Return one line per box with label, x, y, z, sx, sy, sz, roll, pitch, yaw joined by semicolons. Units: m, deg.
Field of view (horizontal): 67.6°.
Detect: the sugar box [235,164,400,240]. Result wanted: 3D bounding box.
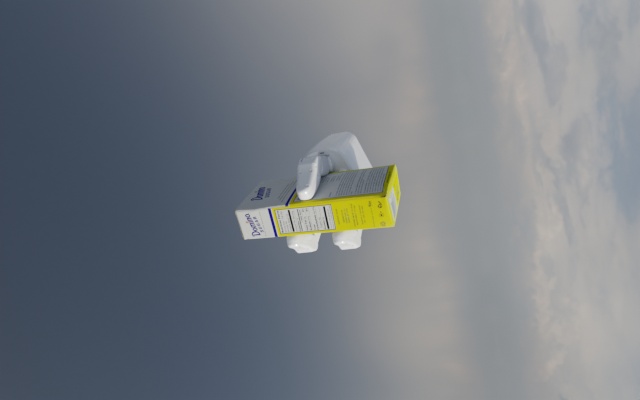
sugar box;0.000;0.002;0.558;0.176;0.048;0.093;-8;22;18
